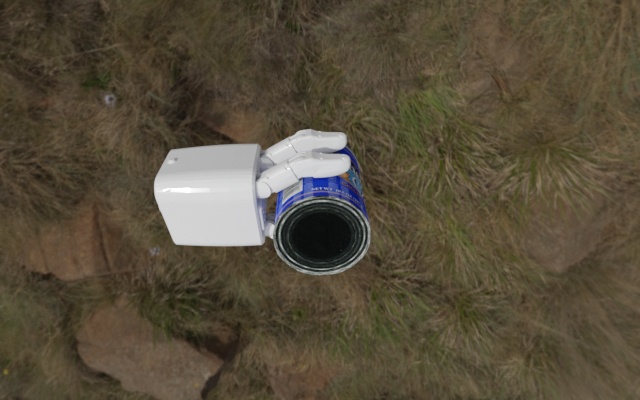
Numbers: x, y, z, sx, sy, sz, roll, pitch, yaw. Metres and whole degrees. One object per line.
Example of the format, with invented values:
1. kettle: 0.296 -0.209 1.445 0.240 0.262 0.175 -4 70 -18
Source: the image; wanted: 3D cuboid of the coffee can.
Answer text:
1. coffee can: 0.000 0.002 0.553 0.103 0.103 0.140 0 32 -2
